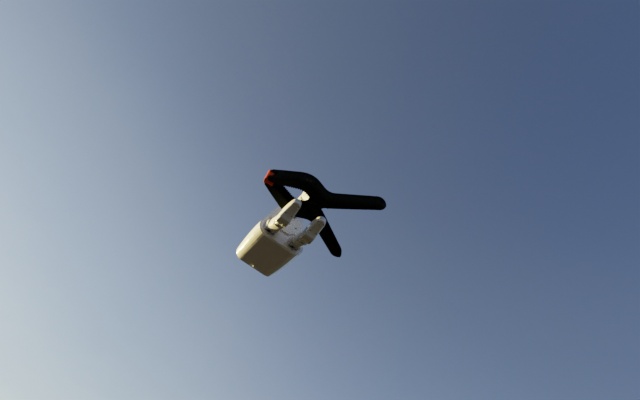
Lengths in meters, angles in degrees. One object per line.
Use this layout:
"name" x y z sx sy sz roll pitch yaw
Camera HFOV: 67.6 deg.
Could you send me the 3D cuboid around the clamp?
"clamp" 0.000 0.002 0.850 0.210 0.036 0.165 36 -54 -13
